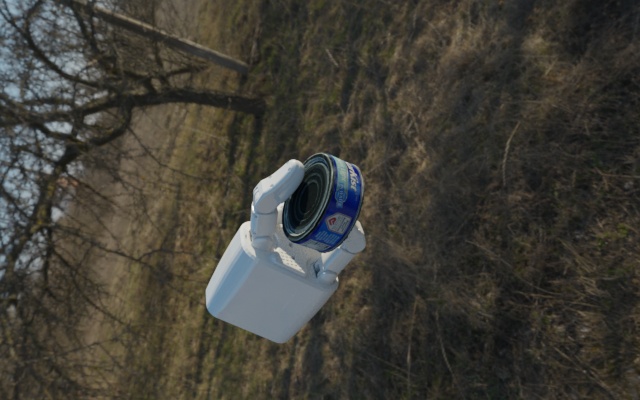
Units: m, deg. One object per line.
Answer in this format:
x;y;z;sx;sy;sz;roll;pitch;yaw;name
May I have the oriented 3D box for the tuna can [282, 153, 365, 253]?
0.000;0.001;0.427;0.034;0.086;0.086;21;-10;-28;tuna can
